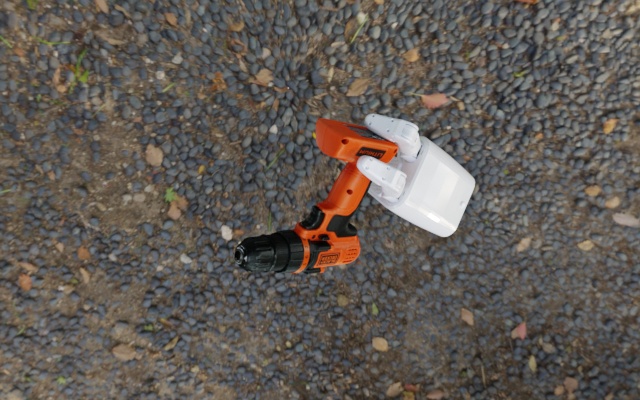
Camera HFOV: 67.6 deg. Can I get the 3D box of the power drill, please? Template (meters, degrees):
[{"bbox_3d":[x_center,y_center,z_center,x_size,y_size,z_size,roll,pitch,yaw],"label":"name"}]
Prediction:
[{"bbox_3d":[0.000,0.001,0.556,0.184,0.188,0.057,0,32,-46],"label":"power drill"}]
